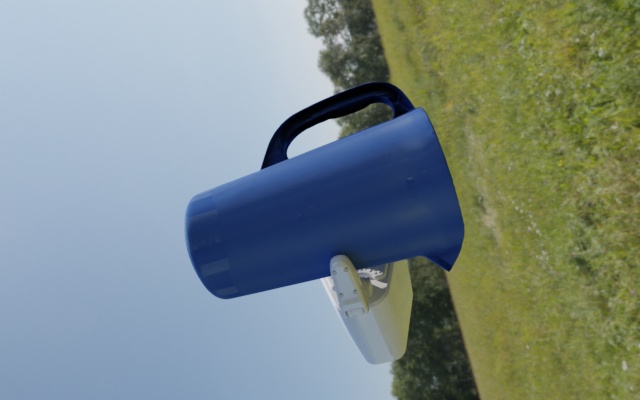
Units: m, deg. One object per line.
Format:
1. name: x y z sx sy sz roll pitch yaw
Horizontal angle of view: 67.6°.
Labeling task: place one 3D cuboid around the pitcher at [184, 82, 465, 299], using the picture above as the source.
1. pitcher: 0.000 0.002 0.454 0.243 0.145 0.149 -17 36 8
